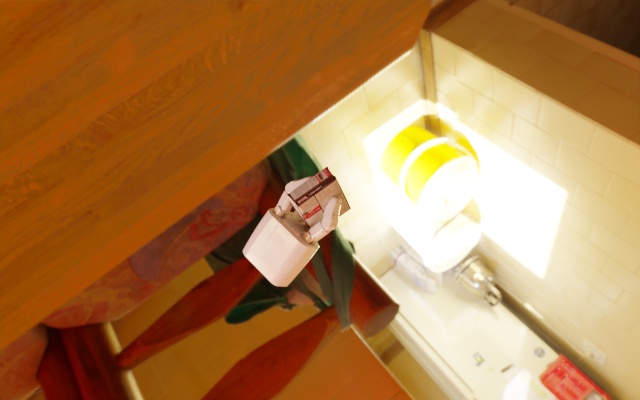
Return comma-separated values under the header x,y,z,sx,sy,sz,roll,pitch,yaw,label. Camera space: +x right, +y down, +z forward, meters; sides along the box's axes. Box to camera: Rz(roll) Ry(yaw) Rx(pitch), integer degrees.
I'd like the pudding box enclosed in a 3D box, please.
x,y,z,sx,sy,sz,roll,pitch,yaw,label
0.000,0.003,0.878,0.090,0.039,0.114,-36,-34,-5,pudding box
